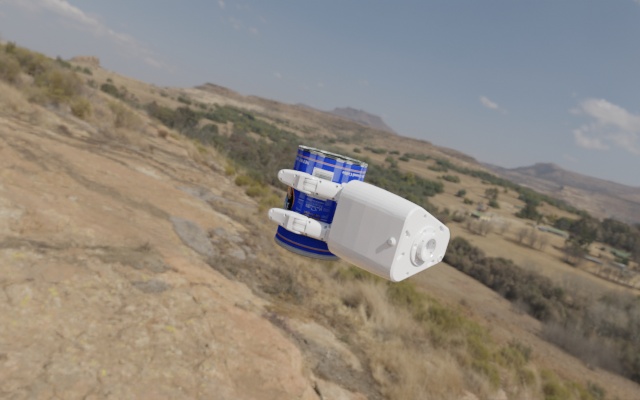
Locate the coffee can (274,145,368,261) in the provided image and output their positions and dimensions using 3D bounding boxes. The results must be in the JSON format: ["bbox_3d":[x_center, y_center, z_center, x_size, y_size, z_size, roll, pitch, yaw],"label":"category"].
[{"bbox_3d":[0.000,0.002,0.684,0.103,0.140,0.103,15,9,-2],"label":"coffee can"}]
